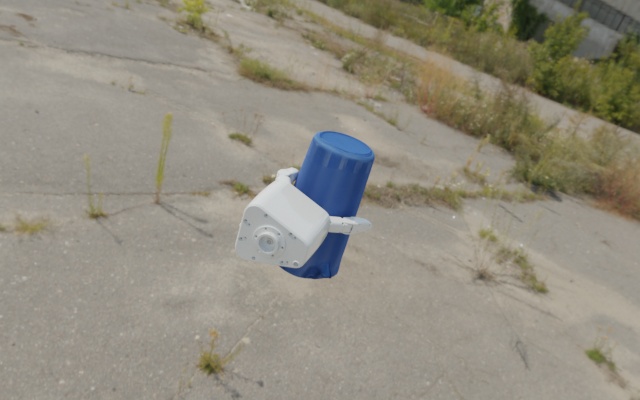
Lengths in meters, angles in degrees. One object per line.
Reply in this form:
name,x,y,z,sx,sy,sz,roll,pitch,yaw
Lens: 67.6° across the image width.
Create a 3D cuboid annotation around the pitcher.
pitcher,0.000,0.003,0.840,0.149,0.243,0.145,24,25,11
